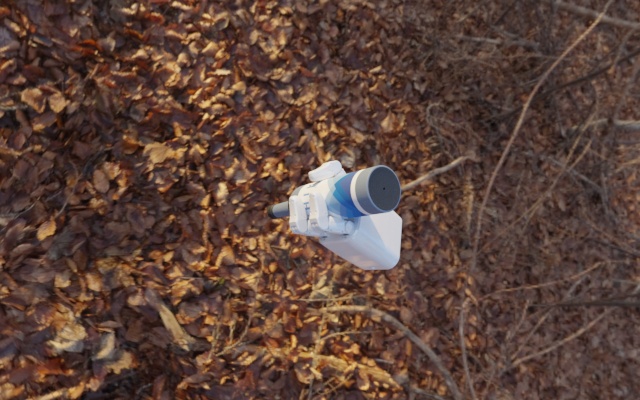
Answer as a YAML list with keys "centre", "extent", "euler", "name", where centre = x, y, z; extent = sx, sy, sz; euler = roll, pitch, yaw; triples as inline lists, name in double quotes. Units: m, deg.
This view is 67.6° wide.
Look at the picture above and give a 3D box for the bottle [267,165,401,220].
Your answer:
- centre: [0.000, 0.002, 0.776]
  extent: [0.069, 0.069, 0.296]
  euler: [0, -7, -37]
  name: "bottle"
